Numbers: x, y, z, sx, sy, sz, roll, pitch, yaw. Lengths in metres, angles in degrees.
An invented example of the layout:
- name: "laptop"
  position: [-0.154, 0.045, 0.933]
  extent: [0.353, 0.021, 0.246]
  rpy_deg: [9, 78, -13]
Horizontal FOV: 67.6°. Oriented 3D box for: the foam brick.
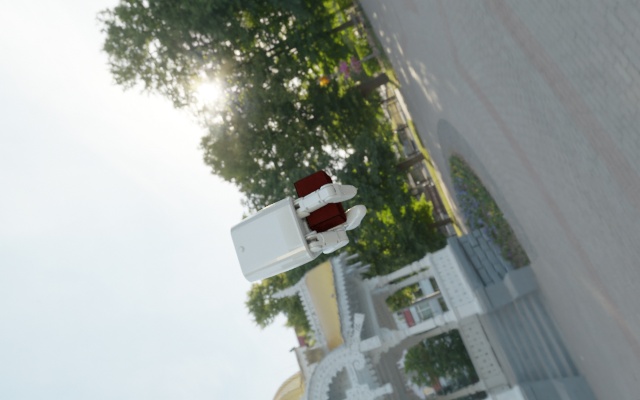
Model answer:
- name: "foam brick"
  position: [0.000, 0.002, 0.727]
  extent: [0.051, 0.078, 0.053]
  rpy_deg: [-24, -19, 10]
